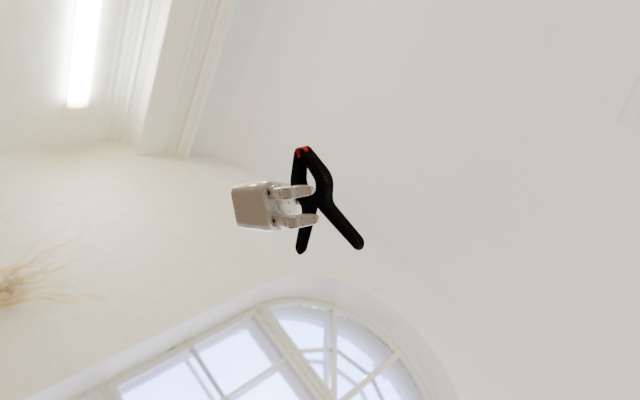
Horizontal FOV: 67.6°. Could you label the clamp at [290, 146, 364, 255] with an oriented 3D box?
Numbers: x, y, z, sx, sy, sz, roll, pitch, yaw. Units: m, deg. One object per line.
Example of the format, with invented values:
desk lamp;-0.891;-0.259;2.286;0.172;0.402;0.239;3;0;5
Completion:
clamp;0.000;0.002;0.878;0.164;0.210;0.036;-1;13;41
